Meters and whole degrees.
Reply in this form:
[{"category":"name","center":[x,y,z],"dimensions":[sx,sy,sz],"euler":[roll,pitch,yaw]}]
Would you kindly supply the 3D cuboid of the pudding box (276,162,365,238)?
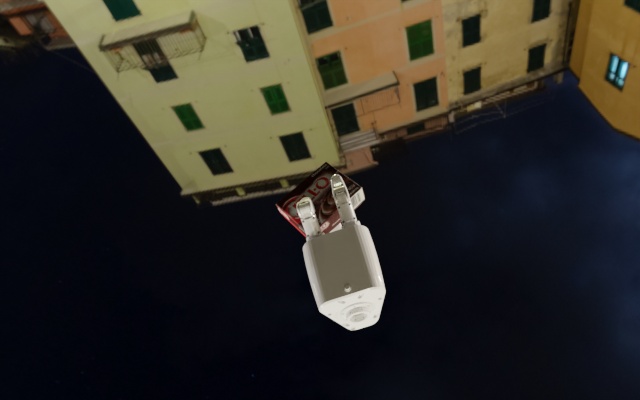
[{"category":"pudding box","center":[0.000,0.003,0.755],"dimensions":[0.090,0.113,0.039],"euler":[39,-18,36]}]
